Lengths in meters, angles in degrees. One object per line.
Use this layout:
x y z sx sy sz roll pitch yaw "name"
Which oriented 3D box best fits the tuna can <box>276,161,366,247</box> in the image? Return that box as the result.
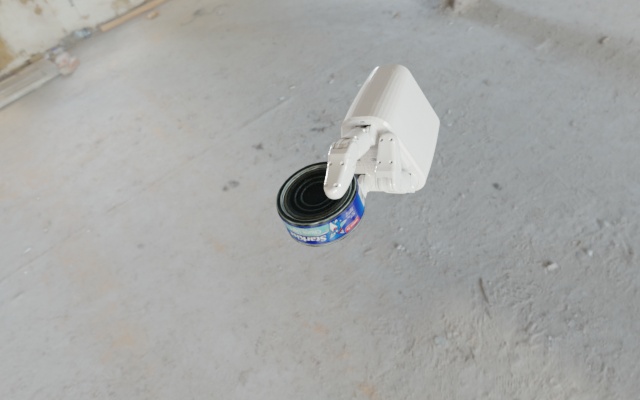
0.000 0.001 0.474 0.086 0.086 0.034 0 -40 24 "tuna can"
